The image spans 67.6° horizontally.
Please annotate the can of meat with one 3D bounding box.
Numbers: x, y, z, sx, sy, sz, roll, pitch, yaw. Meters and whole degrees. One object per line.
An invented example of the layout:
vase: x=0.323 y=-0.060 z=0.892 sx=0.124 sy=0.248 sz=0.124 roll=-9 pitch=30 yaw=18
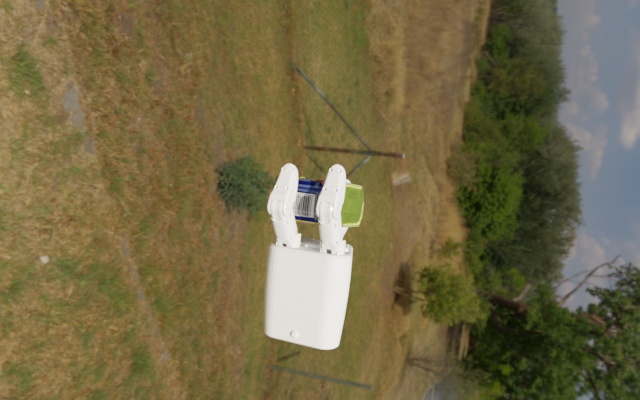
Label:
can of meat: x=0.000 y=0.002 z=0.576 sx=0.084 sy=0.057 sz=0.102 roll=7 pitch=1 yaw=20
